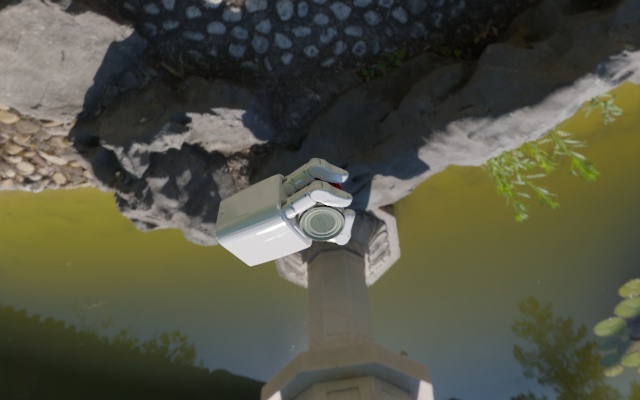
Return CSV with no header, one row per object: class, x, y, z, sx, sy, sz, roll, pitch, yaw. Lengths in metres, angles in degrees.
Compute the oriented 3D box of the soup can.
soup can,0.001,0.002,0.708,0.068,0.069,0.102,0,38,-3
